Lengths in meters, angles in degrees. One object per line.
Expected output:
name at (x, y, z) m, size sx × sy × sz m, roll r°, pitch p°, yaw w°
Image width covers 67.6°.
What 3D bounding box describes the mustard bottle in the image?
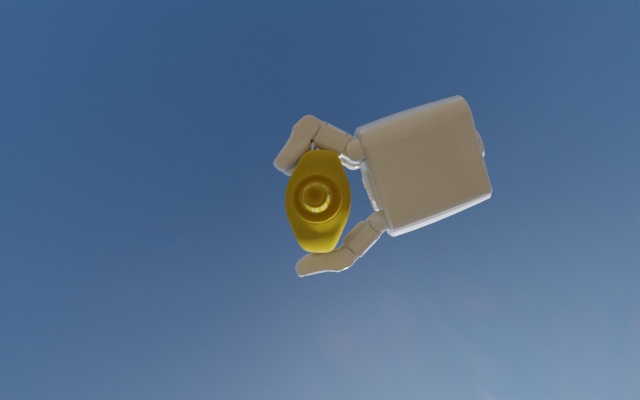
mustard bottle at (0.000, 0.002, 0.464) m, size 0.058 × 0.096 × 0.191 m, roll 4°, pitch -2°, yaw 2°
